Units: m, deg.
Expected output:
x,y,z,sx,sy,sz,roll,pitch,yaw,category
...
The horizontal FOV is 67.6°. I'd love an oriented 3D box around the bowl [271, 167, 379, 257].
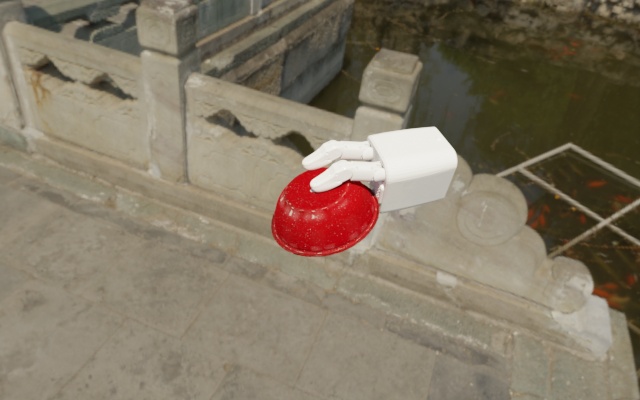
x,y,z,sx,sy,sz,roll,pitch,yaw,category
-0.001,0.003,0.678,0.162,0.055,0.162,-10,41,9,bowl
